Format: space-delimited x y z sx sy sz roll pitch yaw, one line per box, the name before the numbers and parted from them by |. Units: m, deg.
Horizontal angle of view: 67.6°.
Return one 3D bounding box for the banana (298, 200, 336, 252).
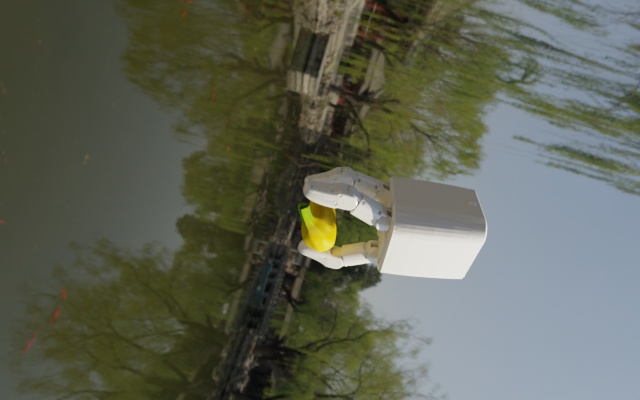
banana | 0.001 0.021 0.590 0.037 0.069 0.197 -2 9 3
